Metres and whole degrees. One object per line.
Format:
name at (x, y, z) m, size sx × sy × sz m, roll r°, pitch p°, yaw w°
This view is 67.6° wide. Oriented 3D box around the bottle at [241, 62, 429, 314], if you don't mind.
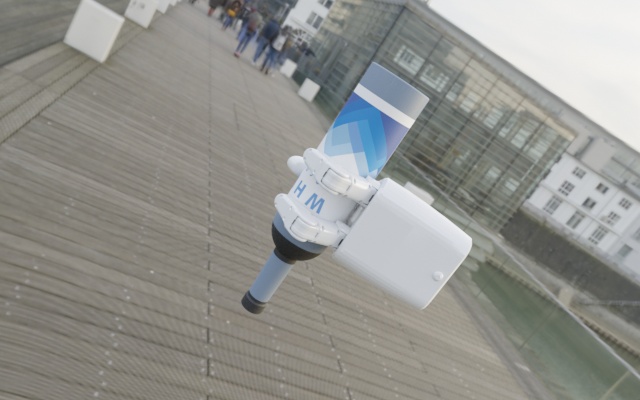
bottle at (0.000, 0.001, 0.503) m, size 0.069 × 0.296 × 0.069 m, roll 31°, pitch 15°, yaw -9°
